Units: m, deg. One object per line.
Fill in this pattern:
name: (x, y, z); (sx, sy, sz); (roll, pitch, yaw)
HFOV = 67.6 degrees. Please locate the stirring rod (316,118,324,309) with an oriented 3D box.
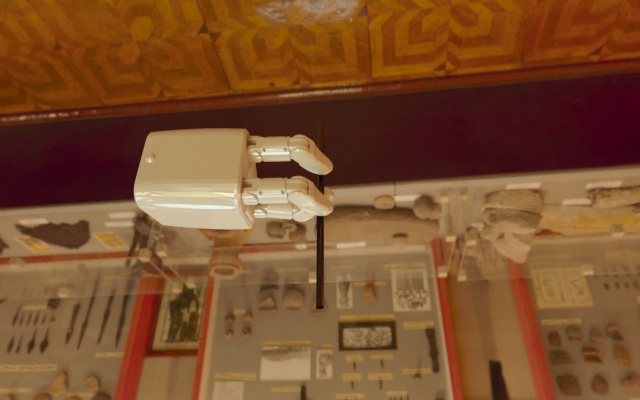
stirring rod: (0.000, 0.002, 0.521); (0.011, 0.239, 0.011); (0, -33, 0)
